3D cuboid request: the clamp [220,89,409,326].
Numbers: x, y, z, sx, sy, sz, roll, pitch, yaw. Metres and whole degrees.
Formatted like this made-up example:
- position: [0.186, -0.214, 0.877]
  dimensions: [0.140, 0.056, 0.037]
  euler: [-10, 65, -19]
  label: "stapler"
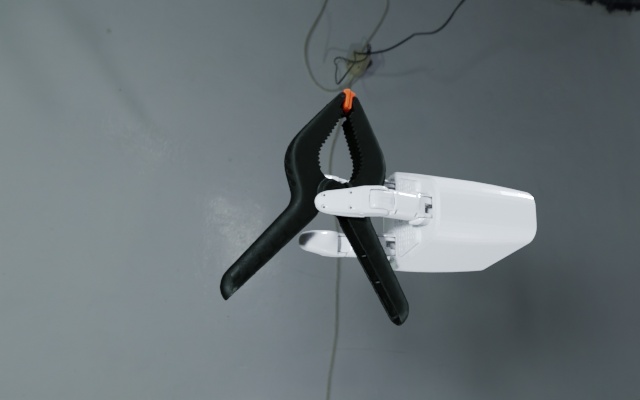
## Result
- position: [0.001, 0.001, 0.421]
  dimensions: [0.164, 0.210, 0.036]
  euler: [5, -13, -16]
  label: "clamp"
